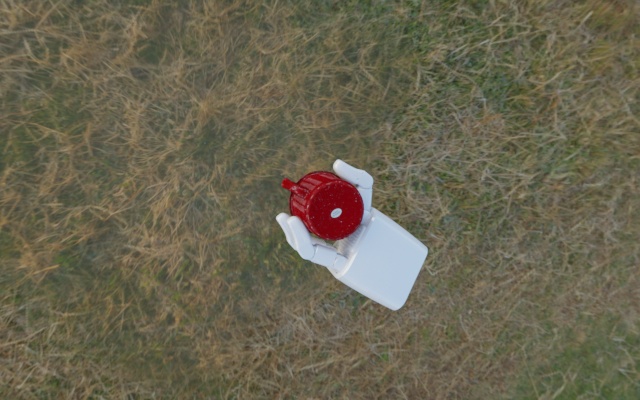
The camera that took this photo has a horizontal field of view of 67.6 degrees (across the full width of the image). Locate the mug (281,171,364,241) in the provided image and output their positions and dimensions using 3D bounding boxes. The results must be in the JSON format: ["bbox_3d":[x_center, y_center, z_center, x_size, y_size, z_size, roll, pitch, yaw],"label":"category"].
[{"bbox_3d":[-0.001,0.001,0.649,0.117,0.093,0.081,32,-1,-17],"label":"mug"}]
